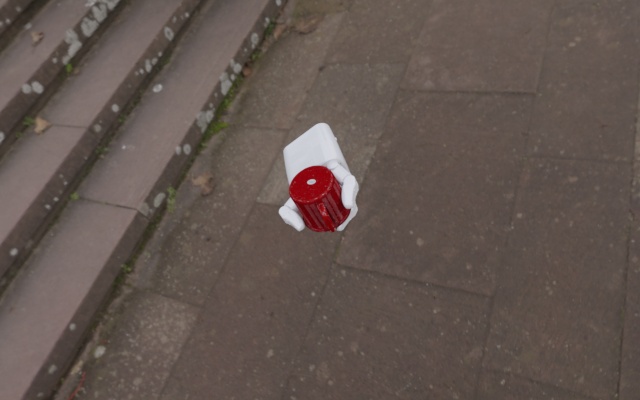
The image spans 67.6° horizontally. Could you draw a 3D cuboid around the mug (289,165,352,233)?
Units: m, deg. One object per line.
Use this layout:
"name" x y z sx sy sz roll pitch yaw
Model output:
"mug" 0.000 0.004 0.806 0.093 0.117 0.081 -24 -42 7
